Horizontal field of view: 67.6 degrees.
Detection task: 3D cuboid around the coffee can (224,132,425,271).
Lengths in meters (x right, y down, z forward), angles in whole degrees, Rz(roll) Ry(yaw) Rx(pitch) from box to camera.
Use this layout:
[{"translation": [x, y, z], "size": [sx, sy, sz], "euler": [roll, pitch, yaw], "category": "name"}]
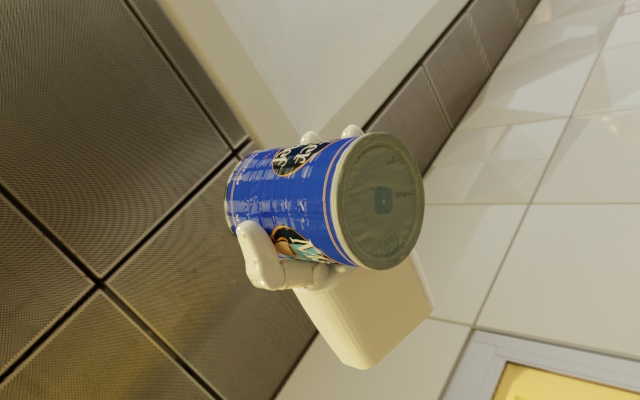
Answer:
[{"translation": [0.000, 0.001, 0.402], "size": [0.103, 0.103, 0.140], "euler": [0, -1, -44], "category": "coffee can"}]
